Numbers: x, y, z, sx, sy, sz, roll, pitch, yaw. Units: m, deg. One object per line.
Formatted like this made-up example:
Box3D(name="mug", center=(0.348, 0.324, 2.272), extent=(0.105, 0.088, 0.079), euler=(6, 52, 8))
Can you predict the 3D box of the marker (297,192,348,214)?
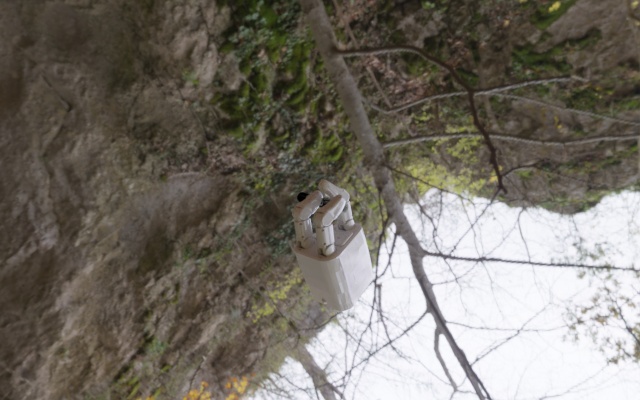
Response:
Box3D(name="marker", center=(0.000, 0.003, 0.797), extent=(0.020, 0.020, 0.121), euler=(0, 9, -39))
